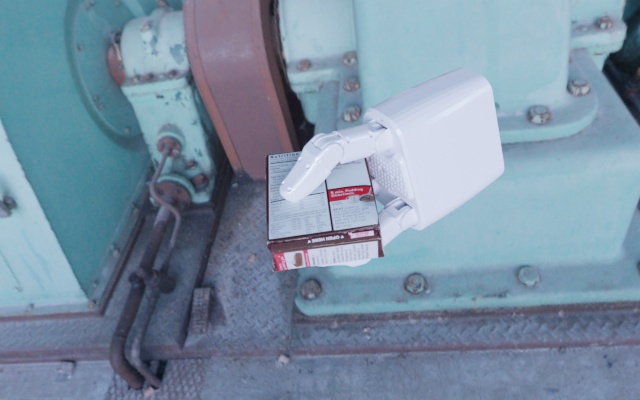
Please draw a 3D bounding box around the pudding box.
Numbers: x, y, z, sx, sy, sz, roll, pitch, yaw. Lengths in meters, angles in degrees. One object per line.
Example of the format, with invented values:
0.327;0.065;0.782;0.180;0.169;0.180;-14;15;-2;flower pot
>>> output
0.000;0.001;0.401;0.090;0.039;0.113;-8;41;2;pudding box
